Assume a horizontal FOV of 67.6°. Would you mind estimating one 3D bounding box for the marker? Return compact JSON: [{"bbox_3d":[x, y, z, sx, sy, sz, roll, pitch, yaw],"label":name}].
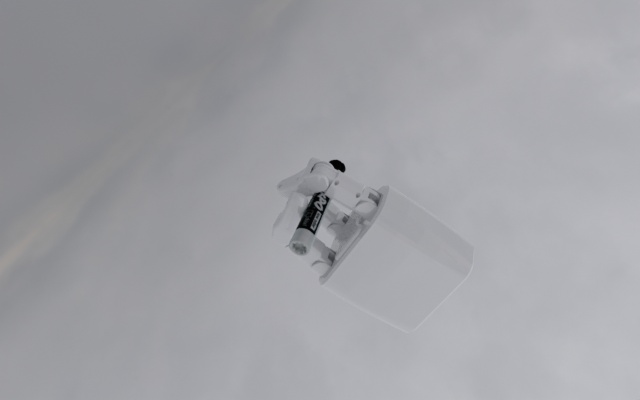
[{"bbox_3d":[0.000,0.001,0.438,0.020,0.020,0.121,0,39,23],"label":"marker"}]
